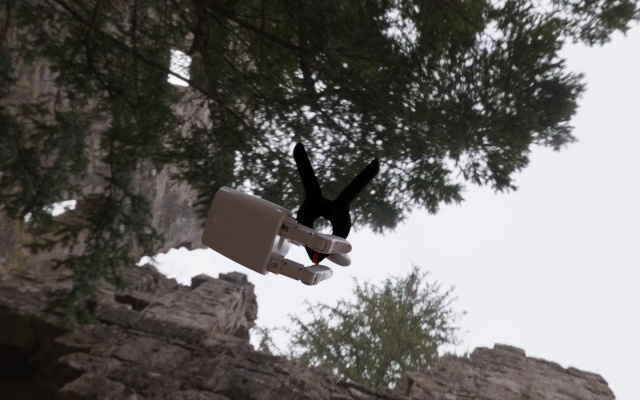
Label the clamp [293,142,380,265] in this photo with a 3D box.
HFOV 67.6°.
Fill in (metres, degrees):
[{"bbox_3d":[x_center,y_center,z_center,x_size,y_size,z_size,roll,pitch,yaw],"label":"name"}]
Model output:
[{"bbox_3d":[0.000,0.002,0.670,0.120,0.171,0.039,23,12,11],"label":"clamp"}]
